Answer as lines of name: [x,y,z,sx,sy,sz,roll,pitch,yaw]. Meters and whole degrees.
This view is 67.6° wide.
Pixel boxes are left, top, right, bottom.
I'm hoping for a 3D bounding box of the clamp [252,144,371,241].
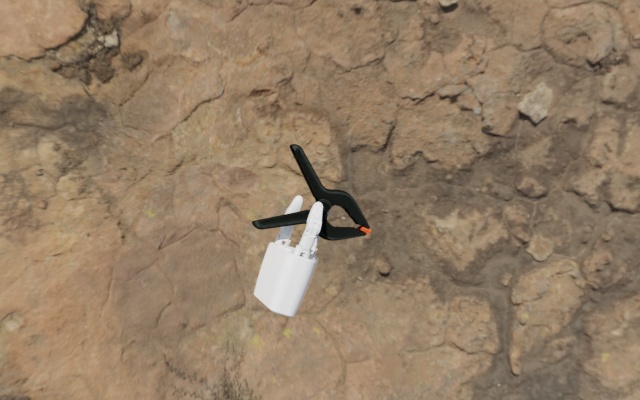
clamp: [0.001,0.003,0.865,0.210,0.164,0.036,20,-1,-13]
